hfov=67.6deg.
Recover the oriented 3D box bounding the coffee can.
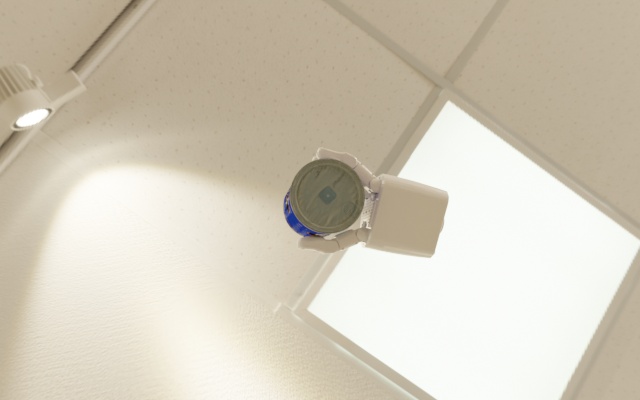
[{"bbox_3d":[0.000,0.002,0.707,0.103,0.103,0.140,0,-7,-8],"label":"coffee can"}]
